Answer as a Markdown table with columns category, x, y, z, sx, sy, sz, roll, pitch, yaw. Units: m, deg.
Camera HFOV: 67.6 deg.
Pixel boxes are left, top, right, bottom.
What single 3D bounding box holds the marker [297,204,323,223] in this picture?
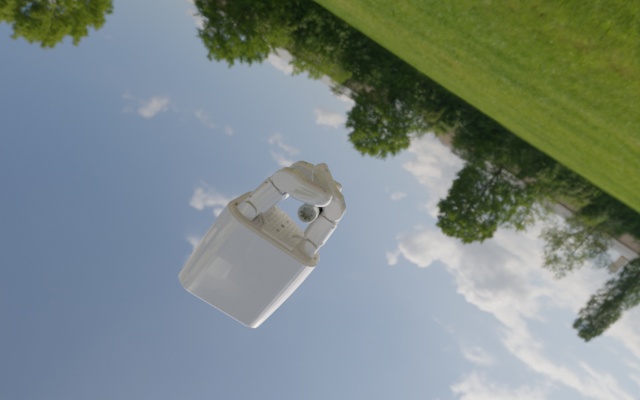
| category | x | y | z | sx | sy | sz | roll | pitch | yaw |
| --- | --- | --- | --- | --- | --- | --- | --- | --- | --- |
| marker | 0.000 | 0.002 | 0.521 | 0.020 | 0.020 | 0.121 | 0 | 11 | 13 |
